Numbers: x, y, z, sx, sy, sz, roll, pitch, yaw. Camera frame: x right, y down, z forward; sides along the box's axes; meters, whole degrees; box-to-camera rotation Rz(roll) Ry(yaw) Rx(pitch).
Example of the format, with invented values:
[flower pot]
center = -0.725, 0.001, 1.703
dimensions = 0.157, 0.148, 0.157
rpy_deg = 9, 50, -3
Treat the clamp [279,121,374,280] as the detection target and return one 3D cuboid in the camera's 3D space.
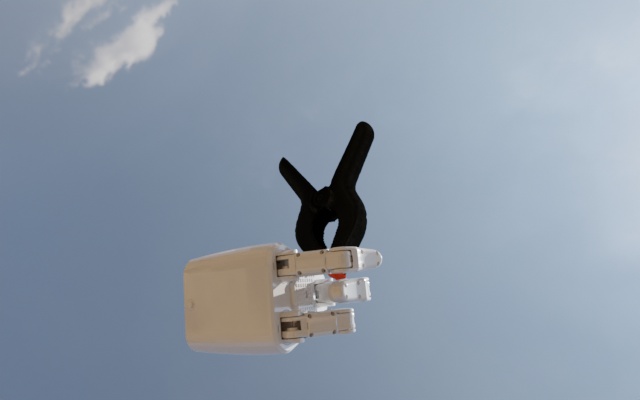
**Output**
[clamp]
center = 0.001, 0.002, 0.504
dimensions = 0.120, 0.171, 0.039
rpy_deg = -18, -37, 35
